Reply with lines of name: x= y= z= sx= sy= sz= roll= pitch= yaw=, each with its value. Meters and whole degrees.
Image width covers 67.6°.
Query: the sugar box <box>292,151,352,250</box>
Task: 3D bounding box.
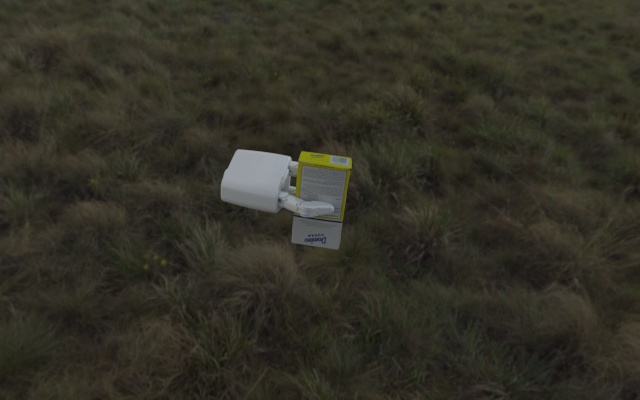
sugar box: x=0.000 y=0.002 z=0.873 sx=0.093 sy=0.176 sz=0.048 roll=9 pitch=33 yaw=2
